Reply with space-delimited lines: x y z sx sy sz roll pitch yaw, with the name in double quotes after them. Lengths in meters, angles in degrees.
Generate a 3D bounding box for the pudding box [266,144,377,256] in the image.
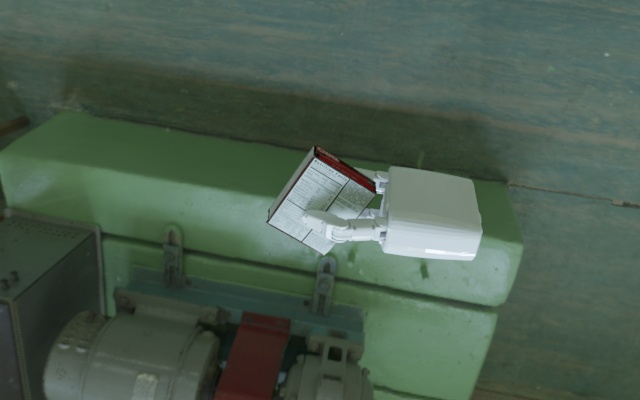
0.000 0.002 0.578 0.090 0.113 0.039 31 24 -13 "pudding box"
